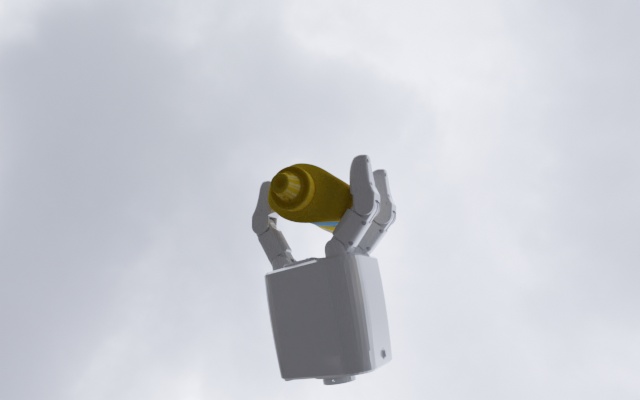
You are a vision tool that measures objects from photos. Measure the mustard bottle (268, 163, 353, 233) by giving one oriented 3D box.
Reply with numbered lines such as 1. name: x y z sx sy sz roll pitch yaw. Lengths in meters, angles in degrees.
1. mustard bottle: 0.000 0.001 0.500 0.096 0.058 0.192 12 -5 24
